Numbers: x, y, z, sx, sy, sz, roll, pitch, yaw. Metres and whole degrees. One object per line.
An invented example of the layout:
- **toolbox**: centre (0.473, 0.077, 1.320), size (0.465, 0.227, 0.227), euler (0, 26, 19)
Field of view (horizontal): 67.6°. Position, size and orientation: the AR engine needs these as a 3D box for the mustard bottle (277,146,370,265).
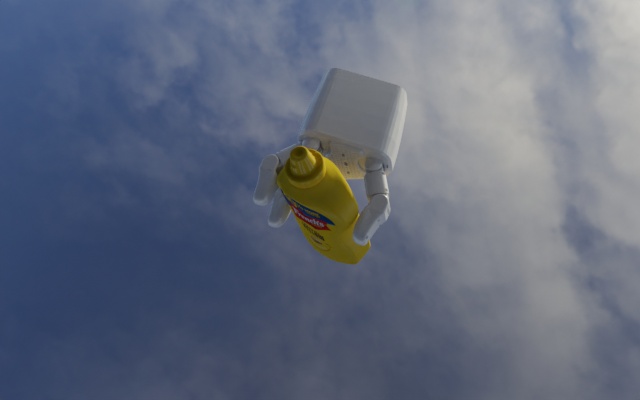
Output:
- **mustard bottle**: centre (0.000, 0.002, 0.535), size (0.096, 0.058, 0.192), euler (33, -18, 28)
